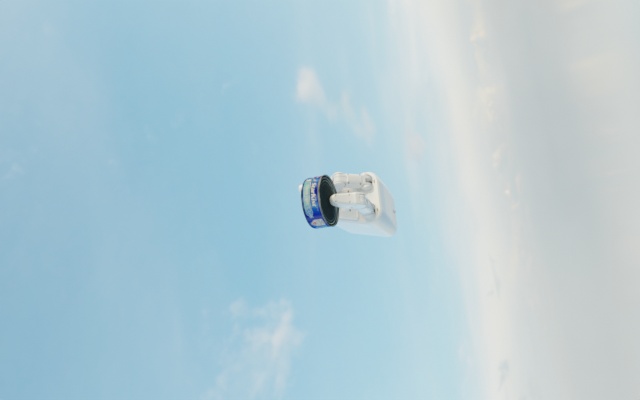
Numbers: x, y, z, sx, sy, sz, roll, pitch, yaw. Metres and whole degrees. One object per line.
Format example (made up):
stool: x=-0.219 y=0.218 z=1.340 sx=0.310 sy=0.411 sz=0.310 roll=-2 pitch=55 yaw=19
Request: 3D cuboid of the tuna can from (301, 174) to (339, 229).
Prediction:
tuna can: x=0.000 y=0.003 z=0.776 sx=0.034 sy=0.086 sz=0.086 roll=-9 pitch=-4 yaw=21
